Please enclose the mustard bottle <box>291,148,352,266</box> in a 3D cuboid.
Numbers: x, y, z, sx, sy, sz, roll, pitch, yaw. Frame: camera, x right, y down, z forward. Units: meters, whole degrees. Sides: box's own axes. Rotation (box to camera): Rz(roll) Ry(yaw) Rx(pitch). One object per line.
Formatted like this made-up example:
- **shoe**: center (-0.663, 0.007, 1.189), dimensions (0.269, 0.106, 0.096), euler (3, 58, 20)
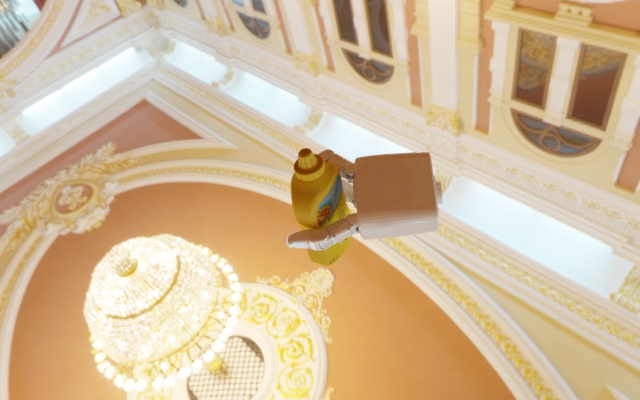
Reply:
- **mustard bottle**: center (0.000, 0.002, 0.675), dimensions (0.058, 0.096, 0.192), euler (14, -36, 26)
